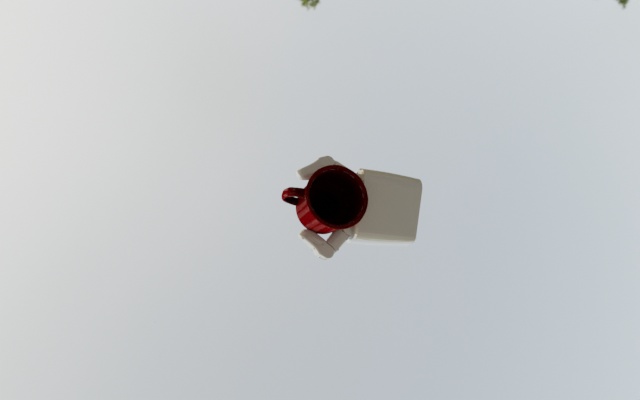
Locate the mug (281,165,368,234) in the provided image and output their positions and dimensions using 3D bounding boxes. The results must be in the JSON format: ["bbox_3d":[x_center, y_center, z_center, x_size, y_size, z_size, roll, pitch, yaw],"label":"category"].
[{"bbox_3d":[-0.001,0.002,0.697,0.117,0.093,0.081,8,-16,-16],"label":"mug"}]
